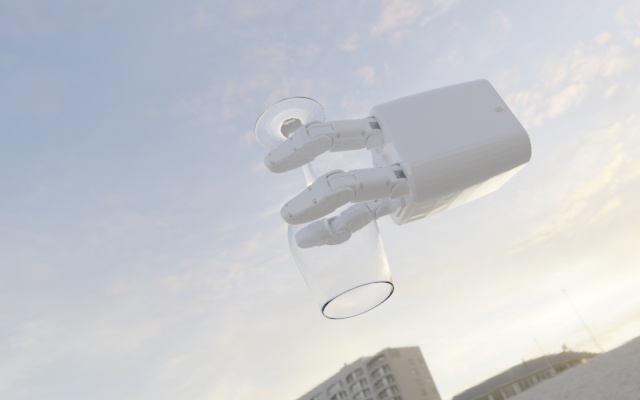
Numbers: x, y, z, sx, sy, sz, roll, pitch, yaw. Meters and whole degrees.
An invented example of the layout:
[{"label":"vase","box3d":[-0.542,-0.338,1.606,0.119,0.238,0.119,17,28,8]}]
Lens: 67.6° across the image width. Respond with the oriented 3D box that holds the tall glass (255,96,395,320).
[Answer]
[{"label":"tall glass","box3d":[0.000,0.001,0.430,0.079,0.201,0.079,-15,-33,-10]}]
